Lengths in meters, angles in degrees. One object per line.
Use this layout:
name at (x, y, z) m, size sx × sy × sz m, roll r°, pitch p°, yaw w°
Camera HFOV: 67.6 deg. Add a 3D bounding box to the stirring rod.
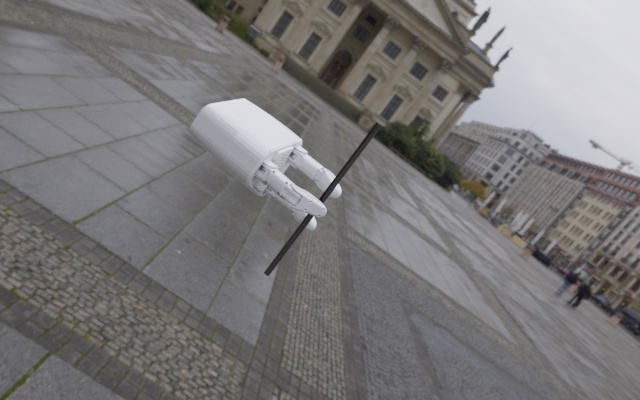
stirring rod at (0.000, 0.002, 0.601) m, size 0.011 × 0.239 × 0.011 m, roll 35°, pitch 12°, yaw -8°
